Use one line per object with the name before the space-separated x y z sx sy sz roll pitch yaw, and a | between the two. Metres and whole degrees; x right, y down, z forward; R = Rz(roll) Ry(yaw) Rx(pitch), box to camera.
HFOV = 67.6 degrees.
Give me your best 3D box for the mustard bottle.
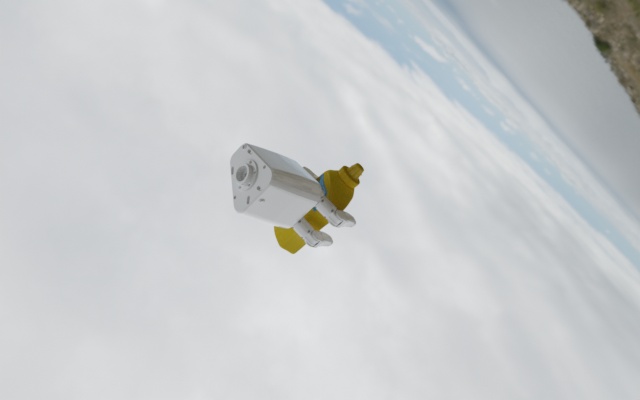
mustard bottle | 0.000 0.003 0.821 0.058 0.192 0.096 35 26 -27
